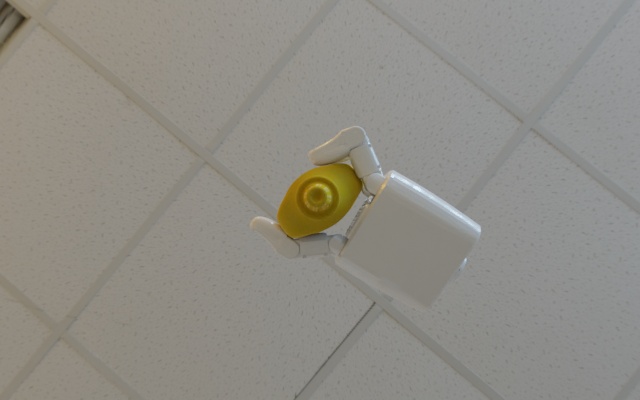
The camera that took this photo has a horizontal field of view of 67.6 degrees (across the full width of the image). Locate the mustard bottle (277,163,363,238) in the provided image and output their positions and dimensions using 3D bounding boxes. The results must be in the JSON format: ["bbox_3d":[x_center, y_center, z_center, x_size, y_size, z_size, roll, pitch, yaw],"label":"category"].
[{"bbox_3d":[0.000,0.001,0.508,0.096,0.058,0.191,-35,-3,0],"label":"mustard bottle"}]
